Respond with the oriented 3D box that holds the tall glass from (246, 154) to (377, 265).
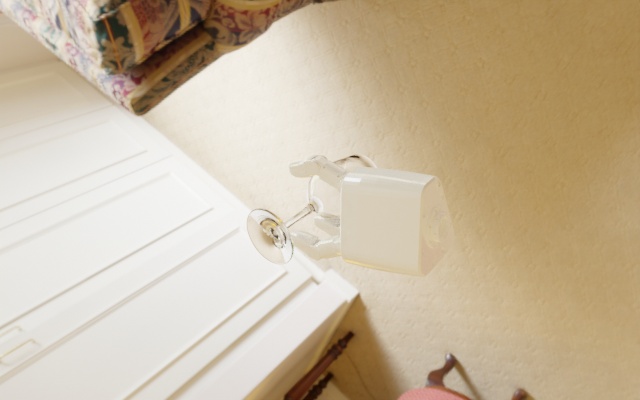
[{"bbox_3d":[0.000,0.002,0.628,0.079,0.079,0.201,0,25,42],"label":"tall glass"}]
